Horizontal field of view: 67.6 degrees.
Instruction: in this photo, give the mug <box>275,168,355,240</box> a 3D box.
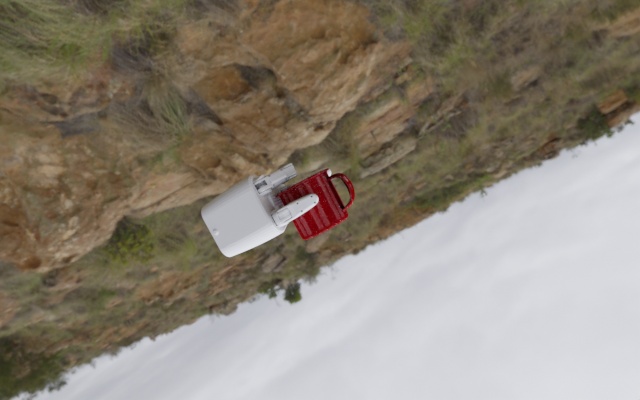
[{"bbox_3d":[0.001,0.002,0.726,0.117,0.081,0.093,-27,1,23],"label":"mug"}]
